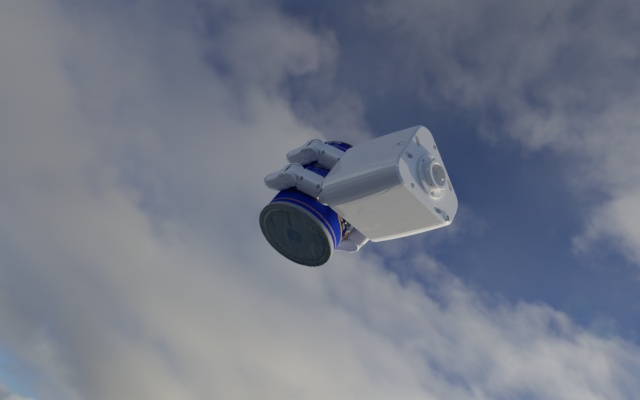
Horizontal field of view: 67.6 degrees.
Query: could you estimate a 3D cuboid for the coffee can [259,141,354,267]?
[{"bbox_3d":[0.000,0.002,0.627,0.103,0.103,0.140,0,38,36],"label":"coffee can"}]
